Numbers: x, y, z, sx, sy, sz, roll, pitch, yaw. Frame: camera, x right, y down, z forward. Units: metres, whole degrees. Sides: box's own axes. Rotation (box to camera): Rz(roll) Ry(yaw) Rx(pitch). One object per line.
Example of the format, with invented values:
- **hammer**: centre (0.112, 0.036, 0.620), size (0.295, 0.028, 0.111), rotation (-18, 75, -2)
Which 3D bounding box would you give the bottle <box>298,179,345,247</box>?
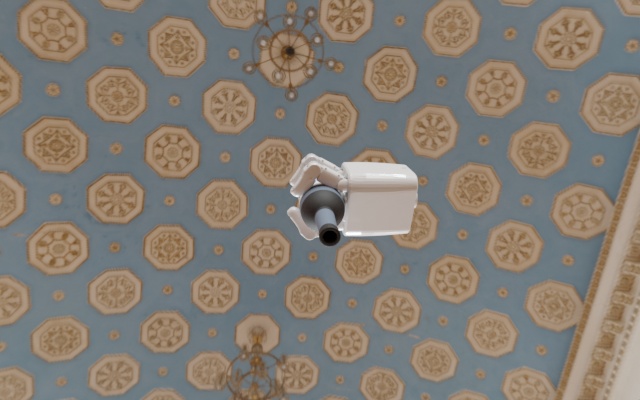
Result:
- **bottle**: centre (0.000, 0.002, 0.739), size (0.069, 0.069, 0.295), rotation (0, 17, -5)
